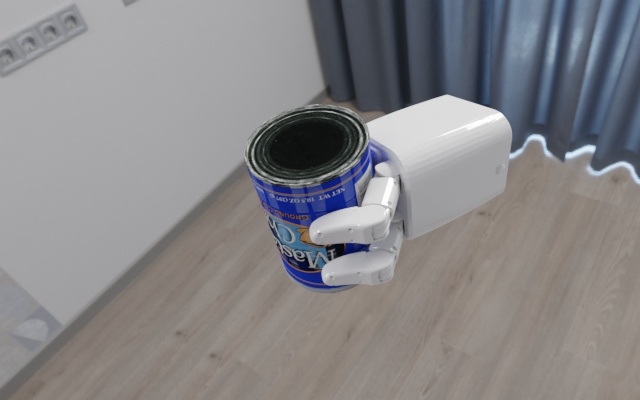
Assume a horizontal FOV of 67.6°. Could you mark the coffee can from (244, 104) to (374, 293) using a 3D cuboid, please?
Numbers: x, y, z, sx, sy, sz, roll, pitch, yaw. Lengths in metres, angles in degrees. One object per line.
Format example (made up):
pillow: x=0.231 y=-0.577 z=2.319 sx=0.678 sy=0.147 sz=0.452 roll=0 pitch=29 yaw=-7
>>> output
coffee can: x=0.000 y=0.002 z=0.429 sx=0.103 sy=0.102 sz=0.140 roll=0 pitch=-44 yaw=14
